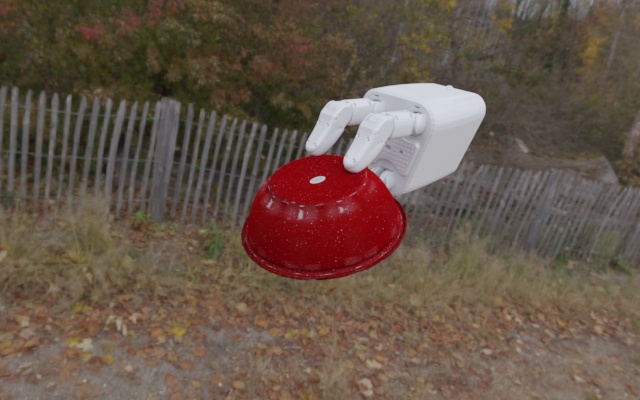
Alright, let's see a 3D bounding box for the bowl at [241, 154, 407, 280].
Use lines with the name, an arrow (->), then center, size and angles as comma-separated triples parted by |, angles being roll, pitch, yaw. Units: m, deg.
bowl -> -0.001, 0.002, 0.451 | 0.162, 0.055, 0.162 | -5, 33, 3
